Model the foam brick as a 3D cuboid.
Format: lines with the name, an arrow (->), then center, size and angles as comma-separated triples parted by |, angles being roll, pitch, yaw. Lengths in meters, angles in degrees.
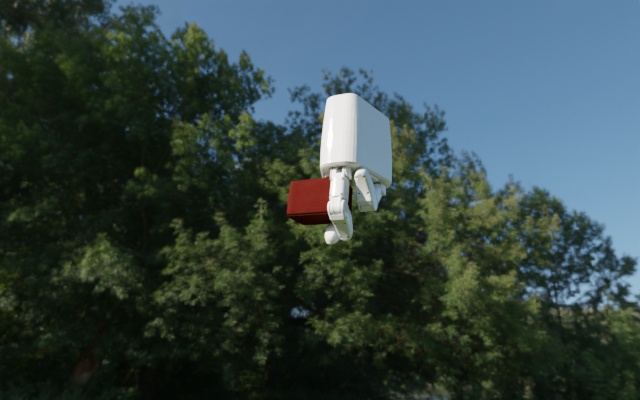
foam brick -> 0.000, 0.002, 0.664 | 0.078, 0.051, 0.053 | -5, -19, 22
